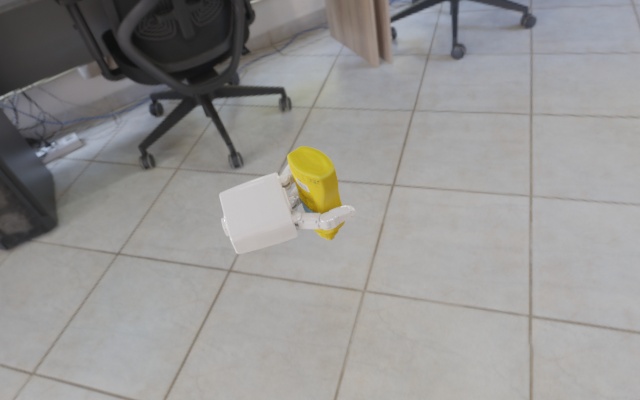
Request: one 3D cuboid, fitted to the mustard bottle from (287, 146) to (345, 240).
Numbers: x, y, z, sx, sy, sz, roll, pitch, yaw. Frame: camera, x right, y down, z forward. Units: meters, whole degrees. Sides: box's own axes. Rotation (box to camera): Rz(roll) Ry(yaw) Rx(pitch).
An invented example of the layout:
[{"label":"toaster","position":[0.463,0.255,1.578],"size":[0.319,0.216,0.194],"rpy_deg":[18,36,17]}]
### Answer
[{"label":"mustard bottle","position":[0.000,0.002,0.826],"size":[0.058,0.192,0.096],"rpy_deg":[-36,48,-21]}]
